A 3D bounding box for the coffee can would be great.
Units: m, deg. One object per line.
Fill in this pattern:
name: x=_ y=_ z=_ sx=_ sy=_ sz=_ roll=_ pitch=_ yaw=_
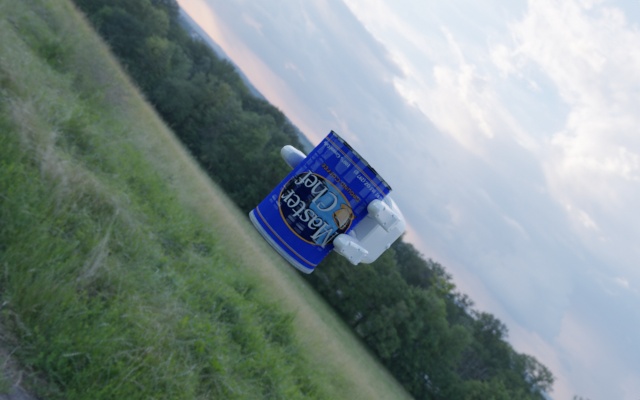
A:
coffee can: x=0.000 y=0.002 z=0.569 sx=0.103 sy=0.140 sz=0.103 roll=44 pitch=4 yaw=-4
